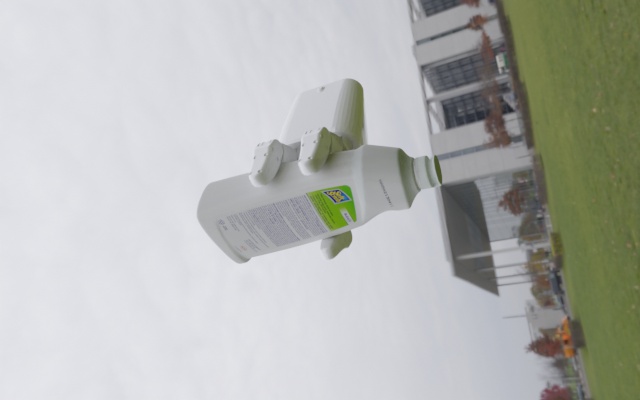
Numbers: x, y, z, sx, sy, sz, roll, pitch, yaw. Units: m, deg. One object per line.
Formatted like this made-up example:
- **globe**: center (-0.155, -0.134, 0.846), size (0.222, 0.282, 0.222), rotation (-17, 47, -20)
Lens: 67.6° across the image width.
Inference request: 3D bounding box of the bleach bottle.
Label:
- **bleach bottle**: center (0.000, 0.002, 0.494), size (0.251, 0.068, 0.103), rotation (-12, -45, 24)
